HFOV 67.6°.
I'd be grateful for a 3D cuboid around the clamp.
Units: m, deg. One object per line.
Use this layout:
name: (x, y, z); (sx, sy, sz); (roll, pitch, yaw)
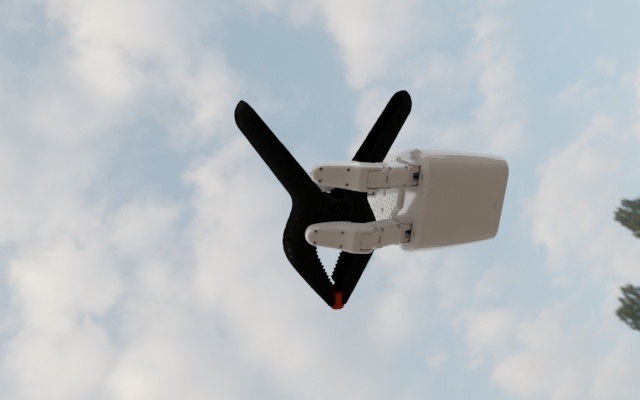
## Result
clamp: (0.000, 0.002, 0.436); (0.164, 0.210, 0.036); (-1, 16, -23)
